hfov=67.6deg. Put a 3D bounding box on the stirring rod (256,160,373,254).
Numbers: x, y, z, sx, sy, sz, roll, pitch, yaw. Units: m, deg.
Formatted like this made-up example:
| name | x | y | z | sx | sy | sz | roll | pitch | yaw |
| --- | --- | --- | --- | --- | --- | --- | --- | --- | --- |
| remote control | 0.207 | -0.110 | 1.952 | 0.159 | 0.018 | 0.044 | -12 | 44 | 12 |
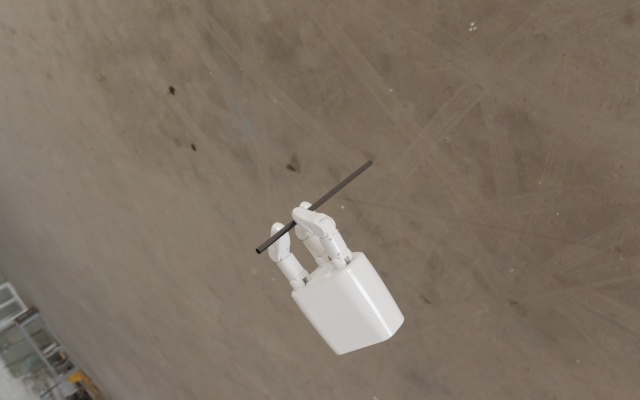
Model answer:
| name | x | y | z | sx | sy | sz | roll | pitch | yaw |
| --- | --- | --- | --- | --- | --- | --- | --- | --- | --- |
| stirring rod | 0.000 | 0.002 | 0.648 | 0.011 | 0.011 | 0.239 | 0 | 30 | 46 |
